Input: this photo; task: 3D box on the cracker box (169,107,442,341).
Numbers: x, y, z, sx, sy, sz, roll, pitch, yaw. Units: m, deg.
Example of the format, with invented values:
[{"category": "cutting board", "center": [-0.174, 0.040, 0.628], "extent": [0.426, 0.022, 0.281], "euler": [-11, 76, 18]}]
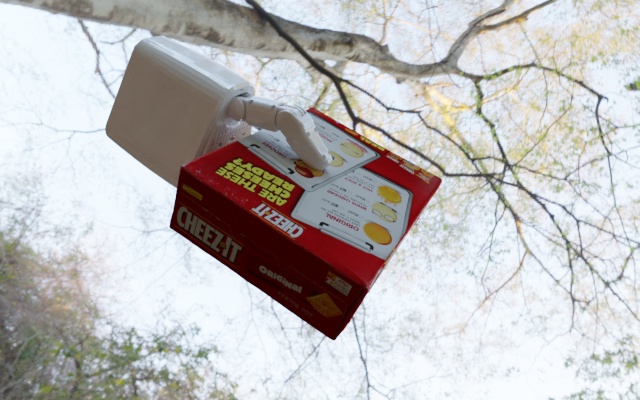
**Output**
[{"category": "cracker box", "center": [0.000, 0.001, 0.434], "extent": [0.164, 0.072, 0.213], "euler": [32, 34, 13]}]
